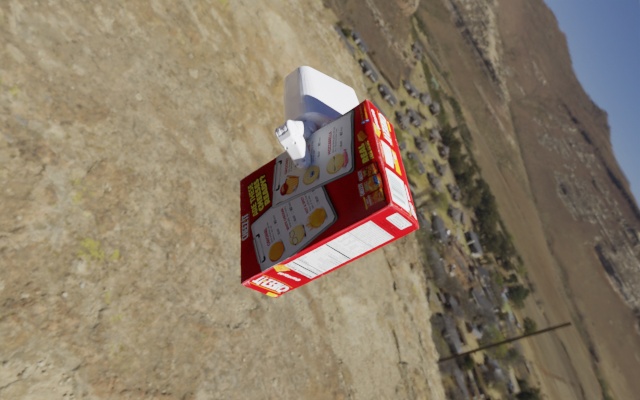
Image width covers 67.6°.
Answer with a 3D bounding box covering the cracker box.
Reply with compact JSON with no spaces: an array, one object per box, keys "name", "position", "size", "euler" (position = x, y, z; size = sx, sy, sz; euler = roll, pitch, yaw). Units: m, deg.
[{"name":"cracker box","position":[0.000,0.002,0.581],"size":[0.214,0.164,0.072],"euler":[-30,-43,26]}]
